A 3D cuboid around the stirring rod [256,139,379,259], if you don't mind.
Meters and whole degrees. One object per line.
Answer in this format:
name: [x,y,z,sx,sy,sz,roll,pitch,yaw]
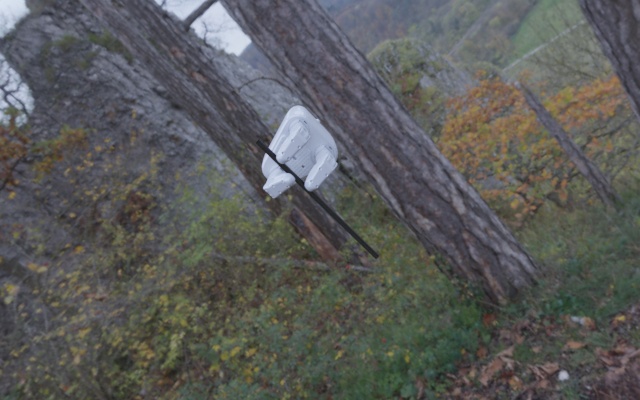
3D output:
stirring rod: [0.000,0.002,0.664,0.239,0.011,0.011,44,-16,-17]
